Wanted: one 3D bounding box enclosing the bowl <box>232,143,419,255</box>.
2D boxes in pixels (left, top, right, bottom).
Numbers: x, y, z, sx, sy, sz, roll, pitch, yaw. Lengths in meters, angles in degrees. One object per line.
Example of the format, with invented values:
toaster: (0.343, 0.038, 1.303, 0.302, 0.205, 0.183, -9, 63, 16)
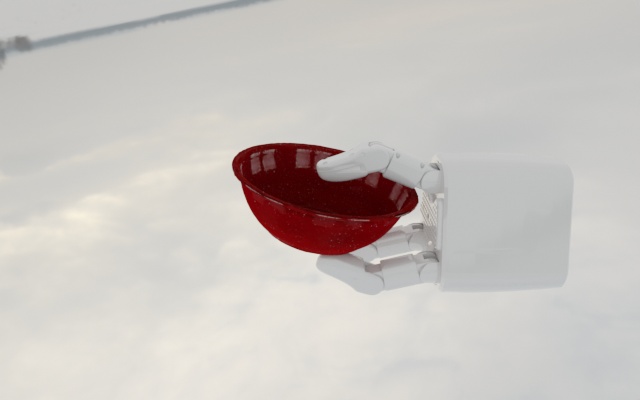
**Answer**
bowl: (-0.001, 0.001, 0.420, 0.162, 0.055, 0.162, 10, 24, -5)
